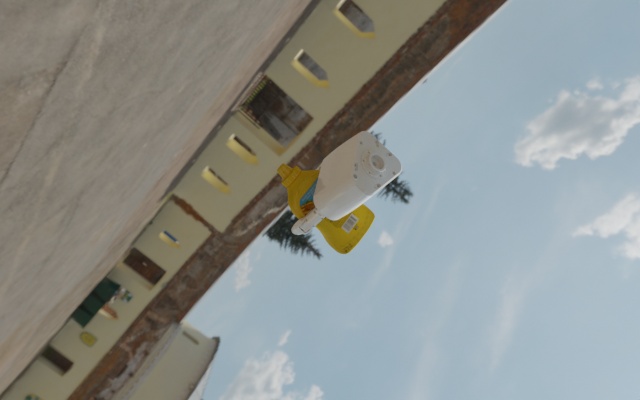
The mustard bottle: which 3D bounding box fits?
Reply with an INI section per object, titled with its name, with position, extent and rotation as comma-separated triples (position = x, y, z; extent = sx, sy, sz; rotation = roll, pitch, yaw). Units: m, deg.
[mustard bottle]
position = 0.000, 0.003, 0.852
extent = 0.191, 0.096, 0.058
rotation = 41, -13, -11
